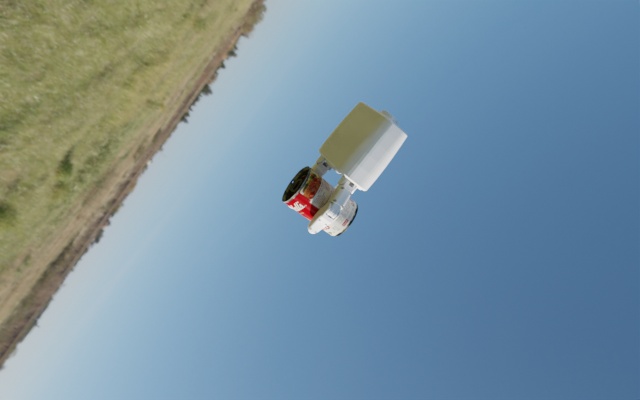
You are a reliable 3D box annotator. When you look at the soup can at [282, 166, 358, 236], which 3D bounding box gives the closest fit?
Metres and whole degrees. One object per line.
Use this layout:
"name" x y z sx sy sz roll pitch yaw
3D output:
"soup can" 0.000 0.003 0.751 0.102 0.068 0.068 36 -13 -19
